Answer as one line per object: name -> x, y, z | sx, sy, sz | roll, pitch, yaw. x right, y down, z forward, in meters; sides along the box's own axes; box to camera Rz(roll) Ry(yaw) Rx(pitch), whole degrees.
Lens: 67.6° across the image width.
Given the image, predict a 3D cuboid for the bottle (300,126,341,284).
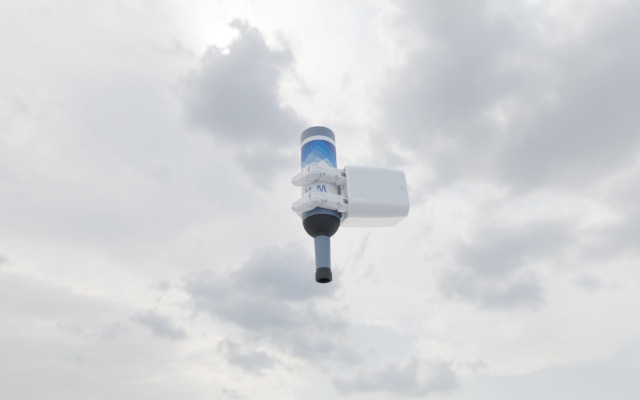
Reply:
bottle -> 0.000, 0.003, 0.833 | 0.069, 0.295, 0.069 | -2, -33, -1
